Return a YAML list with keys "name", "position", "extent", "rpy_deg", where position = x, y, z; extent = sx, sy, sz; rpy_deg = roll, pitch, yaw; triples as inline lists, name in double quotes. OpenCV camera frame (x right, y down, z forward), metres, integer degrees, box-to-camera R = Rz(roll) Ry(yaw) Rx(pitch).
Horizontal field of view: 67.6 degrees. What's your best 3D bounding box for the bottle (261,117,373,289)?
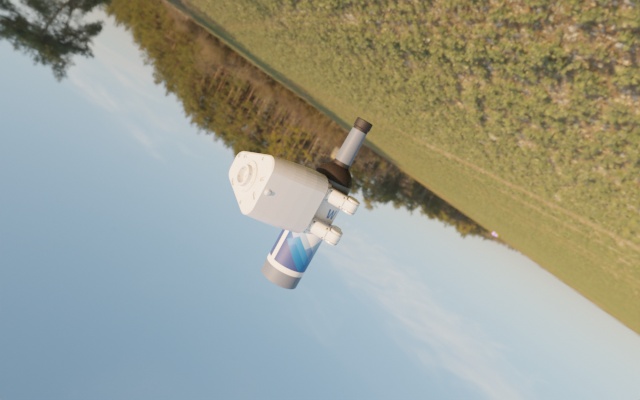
- name: "bottle"
  position: [0.000, 0.003, 0.771]
  extent: [0.069, 0.296, 0.069]
  rpy_deg: [28, 10, -5]
